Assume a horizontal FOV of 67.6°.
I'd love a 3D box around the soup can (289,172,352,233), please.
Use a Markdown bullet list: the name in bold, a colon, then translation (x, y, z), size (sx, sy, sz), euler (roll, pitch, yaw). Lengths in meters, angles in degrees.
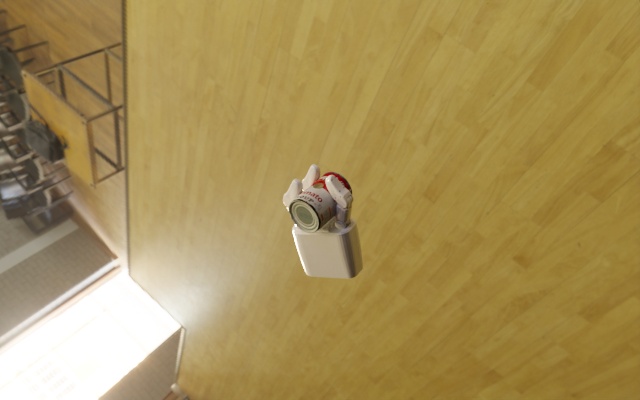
- **soup can**: translation (0.000, 0.002, 0.834), size (0.068, 0.068, 0.102), euler (0, 30, 42)
